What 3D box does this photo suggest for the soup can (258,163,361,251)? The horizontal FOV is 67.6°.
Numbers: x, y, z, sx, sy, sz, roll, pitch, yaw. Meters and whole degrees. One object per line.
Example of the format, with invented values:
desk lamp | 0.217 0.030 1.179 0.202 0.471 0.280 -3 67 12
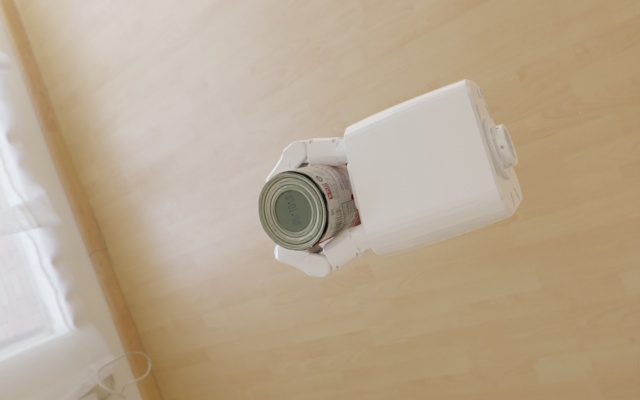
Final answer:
soup can | -0.001 0.001 0.428 0.068 0.068 0.102 0 9 28
